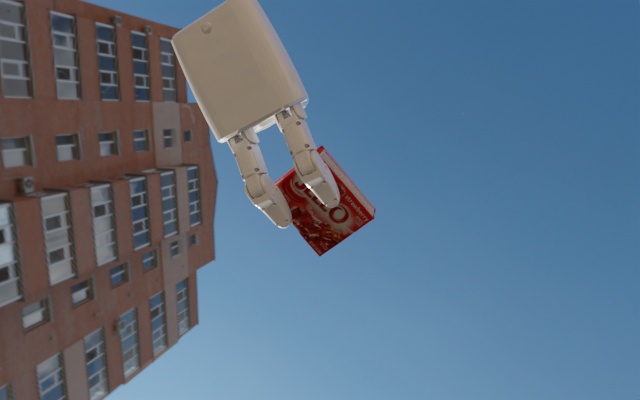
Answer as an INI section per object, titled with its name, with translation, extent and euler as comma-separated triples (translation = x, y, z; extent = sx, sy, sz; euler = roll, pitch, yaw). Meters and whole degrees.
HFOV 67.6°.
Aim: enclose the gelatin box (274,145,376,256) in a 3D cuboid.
[gelatin box]
translation = 0.000, 0.002, 0.483
extent = 0.073, 0.089, 0.030
euler = -37, 10, 22
